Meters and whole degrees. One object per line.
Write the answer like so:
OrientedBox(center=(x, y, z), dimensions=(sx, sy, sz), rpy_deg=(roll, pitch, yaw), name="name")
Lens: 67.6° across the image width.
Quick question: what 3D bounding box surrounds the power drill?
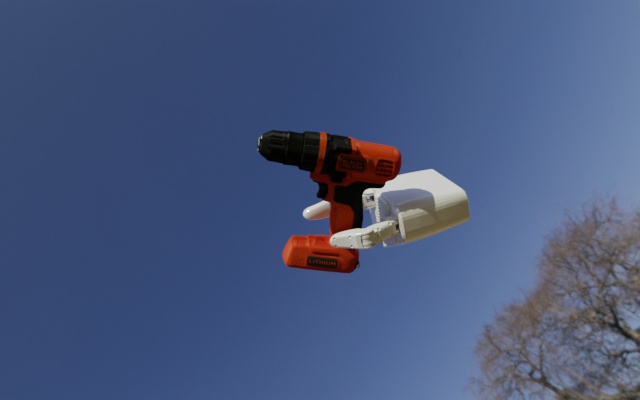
OrientedBox(center=(0.000, 0.002, 0.633), dimensions=(0.184, 0.188, 0.057), rpy_deg=(8, 26, -7), name="power drill")
